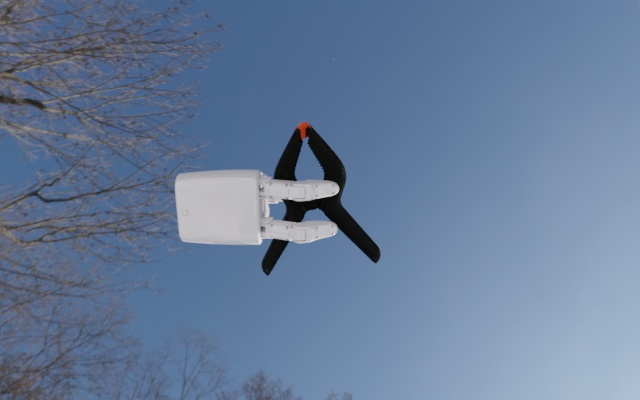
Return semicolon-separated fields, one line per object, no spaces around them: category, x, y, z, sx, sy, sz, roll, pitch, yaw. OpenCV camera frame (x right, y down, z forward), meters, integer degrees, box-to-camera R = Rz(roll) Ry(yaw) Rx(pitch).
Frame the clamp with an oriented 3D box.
clamp;0.000;0.001;0.637;0.164;0.210;0.036;-1;17;-1
